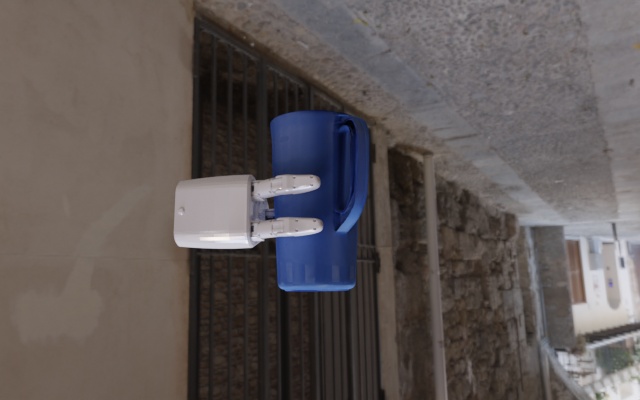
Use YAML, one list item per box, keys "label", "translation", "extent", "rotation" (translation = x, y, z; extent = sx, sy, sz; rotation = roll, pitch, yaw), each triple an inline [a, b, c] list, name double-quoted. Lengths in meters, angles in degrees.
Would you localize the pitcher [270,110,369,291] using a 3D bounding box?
- label: "pitcher"
  translation: [0.000, 0.002, 0.665]
  extent: [0.145, 0.242, 0.149]
  rotation: [-2, -9, 8]
